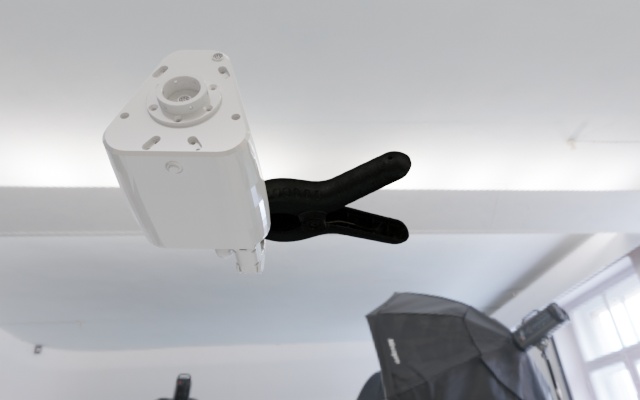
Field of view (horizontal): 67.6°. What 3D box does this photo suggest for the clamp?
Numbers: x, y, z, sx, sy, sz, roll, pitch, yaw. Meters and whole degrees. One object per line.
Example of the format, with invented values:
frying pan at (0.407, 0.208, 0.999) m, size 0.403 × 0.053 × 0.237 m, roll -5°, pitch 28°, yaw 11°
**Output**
clamp at (0.000, 0.001, 0.415) m, size 0.171 × 0.039 × 0.120 m, roll -2°, pitch -41°, yaw -3°
